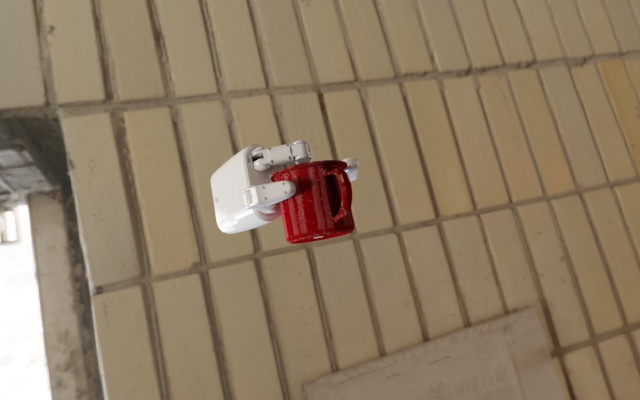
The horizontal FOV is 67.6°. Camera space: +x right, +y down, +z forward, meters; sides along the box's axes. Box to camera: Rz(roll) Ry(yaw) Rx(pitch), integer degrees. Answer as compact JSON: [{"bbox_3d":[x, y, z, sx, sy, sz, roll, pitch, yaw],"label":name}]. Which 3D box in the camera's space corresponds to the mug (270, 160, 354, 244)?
[{"bbox_3d":[0.001,0.002,0.550,0.093,0.081,0.117,-5,-10,-35],"label":"mug"}]
